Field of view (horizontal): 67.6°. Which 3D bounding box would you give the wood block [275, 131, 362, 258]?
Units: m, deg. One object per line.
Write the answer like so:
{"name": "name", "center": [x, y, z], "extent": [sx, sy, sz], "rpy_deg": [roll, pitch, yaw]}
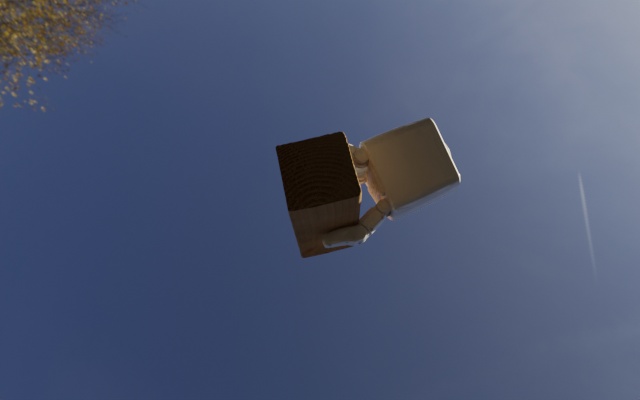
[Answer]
{"name": "wood block", "center": [0.001, 0.002, 0.661], "extent": [0.090, 0.090, 0.206], "rpy_deg": [-13, -22, -2]}
